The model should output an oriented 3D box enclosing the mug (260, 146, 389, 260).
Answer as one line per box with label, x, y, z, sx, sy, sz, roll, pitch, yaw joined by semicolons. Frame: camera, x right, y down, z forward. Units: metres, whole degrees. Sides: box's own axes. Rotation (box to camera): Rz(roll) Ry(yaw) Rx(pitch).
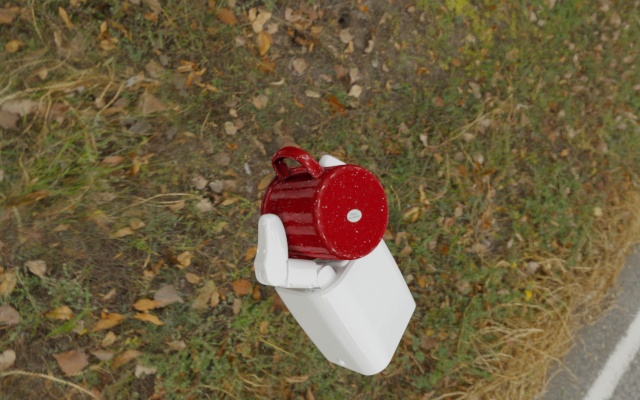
mug;0.000;0.000;0.424;0.093;0.117;0.081;-42;21;-29
